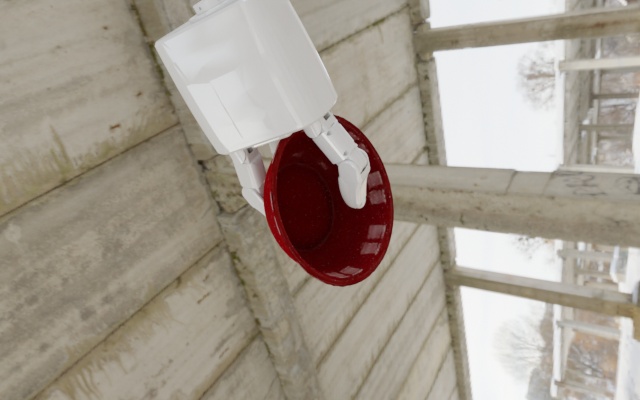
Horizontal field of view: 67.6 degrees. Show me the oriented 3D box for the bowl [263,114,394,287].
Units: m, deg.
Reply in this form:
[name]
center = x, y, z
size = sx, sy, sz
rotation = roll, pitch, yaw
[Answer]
[bowl]
center = 0.000, 0.003, 0.459
size = 0.162, 0.162, 0.055
rotation = 0, -10, -44
